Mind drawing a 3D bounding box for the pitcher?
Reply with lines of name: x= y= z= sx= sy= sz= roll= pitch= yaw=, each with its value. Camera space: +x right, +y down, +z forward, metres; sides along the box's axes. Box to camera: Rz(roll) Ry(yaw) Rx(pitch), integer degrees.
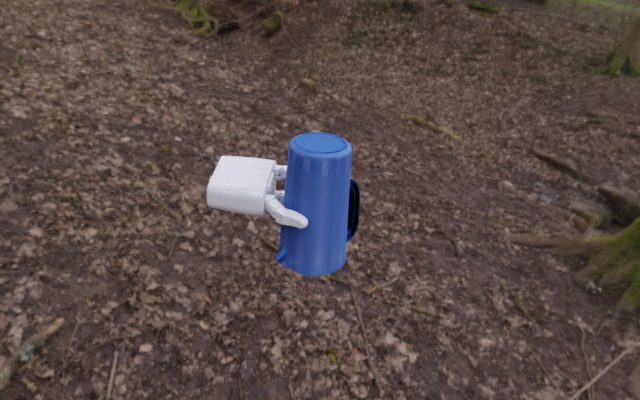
pitcher: x=0.000 y=0.003 z=0.877 sx=0.145 sy=0.243 sz=0.149 roll=9 pitch=29 yaw=6
